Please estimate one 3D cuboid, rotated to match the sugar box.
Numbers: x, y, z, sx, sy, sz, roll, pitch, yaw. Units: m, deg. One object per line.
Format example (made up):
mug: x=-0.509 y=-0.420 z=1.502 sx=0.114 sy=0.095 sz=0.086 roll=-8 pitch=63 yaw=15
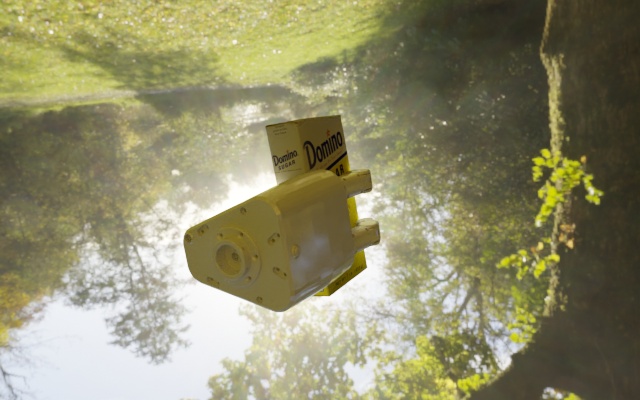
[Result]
sugar box: x=0.000 y=0.002 z=0.502 sx=0.048 sy=0.176 sz=0.093 roll=-3 pitch=11 yaw=31
